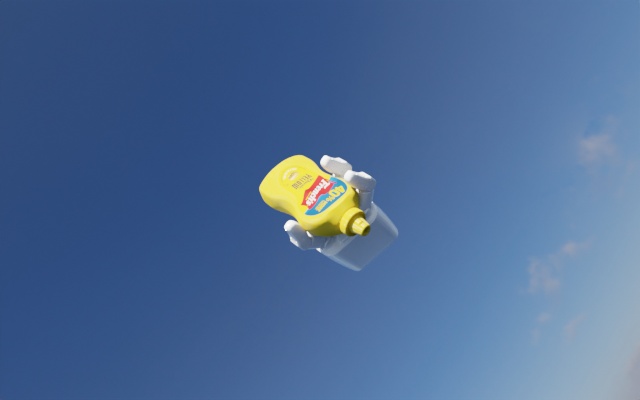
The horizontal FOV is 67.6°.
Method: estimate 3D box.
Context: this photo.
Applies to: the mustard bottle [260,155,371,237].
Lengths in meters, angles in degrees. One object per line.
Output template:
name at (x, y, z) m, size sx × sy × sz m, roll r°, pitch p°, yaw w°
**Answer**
mustard bottle at (0.000, 0.002, 0.714) m, size 0.096 × 0.058 × 0.191 m, roll -40°, pitch 48°, yaw -21°
